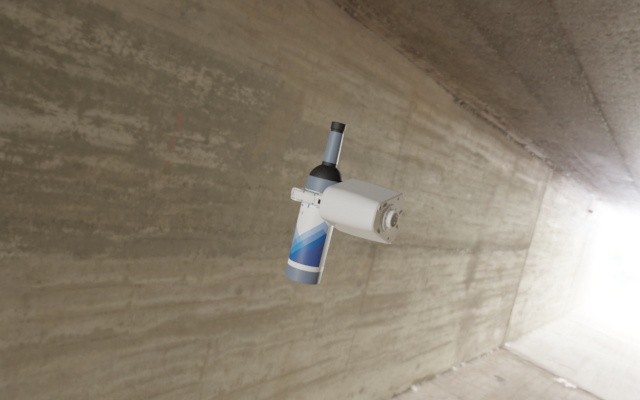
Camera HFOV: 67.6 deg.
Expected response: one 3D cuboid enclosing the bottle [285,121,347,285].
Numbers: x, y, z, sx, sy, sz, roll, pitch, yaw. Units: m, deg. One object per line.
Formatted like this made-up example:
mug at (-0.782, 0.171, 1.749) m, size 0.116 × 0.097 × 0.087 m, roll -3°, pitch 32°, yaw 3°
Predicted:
bottle at (0.000, 0.003, 0.875) m, size 0.069 × 0.296 × 0.069 m, roll 13°, pitch 5°, yaw -1°
